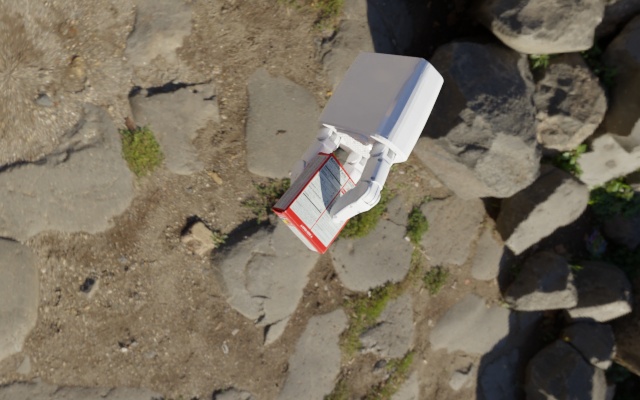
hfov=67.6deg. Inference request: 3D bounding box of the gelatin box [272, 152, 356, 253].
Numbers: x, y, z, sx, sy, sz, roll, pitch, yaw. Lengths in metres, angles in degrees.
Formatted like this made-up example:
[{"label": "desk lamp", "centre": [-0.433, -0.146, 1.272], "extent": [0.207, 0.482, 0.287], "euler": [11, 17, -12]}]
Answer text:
[{"label": "gelatin box", "centre": [0.000, 0.002, 0.534], "extent": [0.030, 0.089, 0.073], "euler": [10, -33, 53]}]
